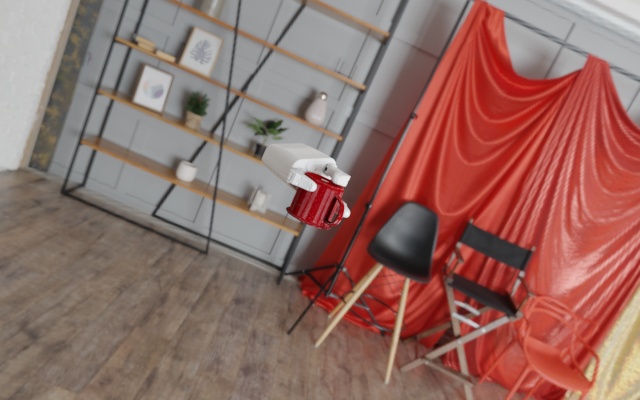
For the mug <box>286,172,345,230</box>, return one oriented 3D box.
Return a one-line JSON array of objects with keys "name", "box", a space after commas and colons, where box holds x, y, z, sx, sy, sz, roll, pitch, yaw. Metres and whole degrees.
[{"name": "mug", "box": [0.001, 0.003, 0.894, 0.093, 0.081, 0.117, 12, 16, -46]}]
